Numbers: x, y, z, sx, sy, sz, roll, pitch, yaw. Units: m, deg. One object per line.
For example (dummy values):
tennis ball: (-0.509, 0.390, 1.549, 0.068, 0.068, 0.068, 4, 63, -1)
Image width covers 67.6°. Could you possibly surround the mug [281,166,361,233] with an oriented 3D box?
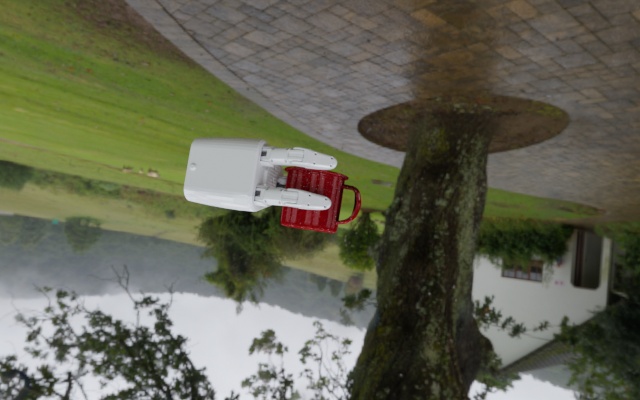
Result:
mug: (0.001, 0.003, 0.672, 0.117, 0.081, 0.093, 7, -5, 18)
